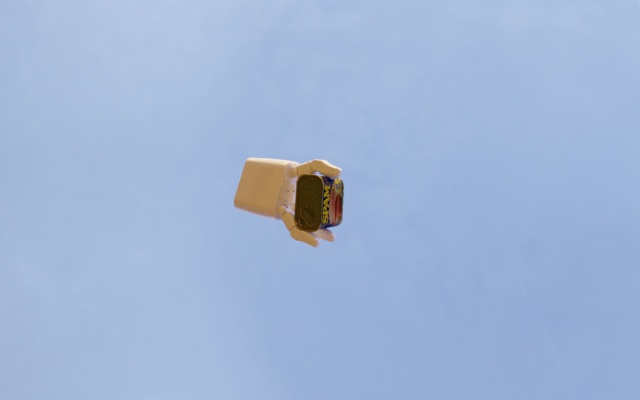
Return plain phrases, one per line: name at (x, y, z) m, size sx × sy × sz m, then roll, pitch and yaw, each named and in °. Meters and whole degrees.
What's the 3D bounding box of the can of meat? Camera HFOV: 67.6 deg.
can of meat at (0.000, 0.003, 0.874) m, size 0.057 × 0.102 × 0.084 m, roll 6°, pitch 5°, yaw 31°
